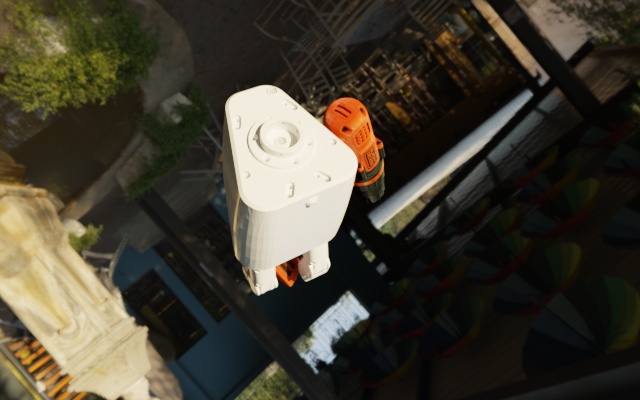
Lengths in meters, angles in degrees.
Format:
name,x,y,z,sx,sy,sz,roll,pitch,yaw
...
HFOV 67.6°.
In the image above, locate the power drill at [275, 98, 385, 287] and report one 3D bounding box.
name,x,y,z,sx,sy,sz,roll,pitch,yaw
power drill,0.000,0.002,0.531,0.057,0.187,0.184,33,-14,29
